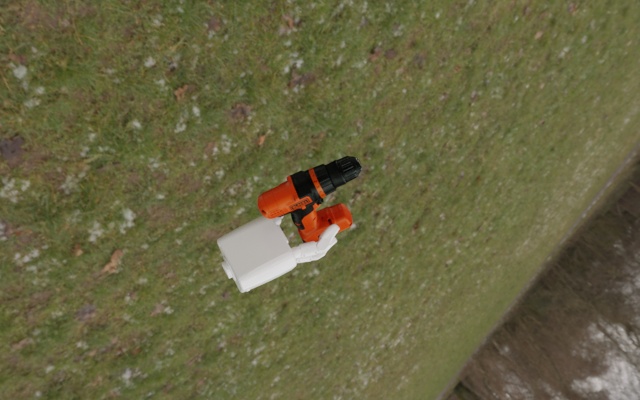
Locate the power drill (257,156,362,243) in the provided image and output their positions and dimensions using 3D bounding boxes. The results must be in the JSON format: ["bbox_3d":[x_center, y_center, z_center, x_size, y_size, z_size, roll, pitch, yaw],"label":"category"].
[{"bbox_3d":[0.000,0.003,0.850,0.184,0.057,0.188,-23,-30,6],"label":"power drill"}]
